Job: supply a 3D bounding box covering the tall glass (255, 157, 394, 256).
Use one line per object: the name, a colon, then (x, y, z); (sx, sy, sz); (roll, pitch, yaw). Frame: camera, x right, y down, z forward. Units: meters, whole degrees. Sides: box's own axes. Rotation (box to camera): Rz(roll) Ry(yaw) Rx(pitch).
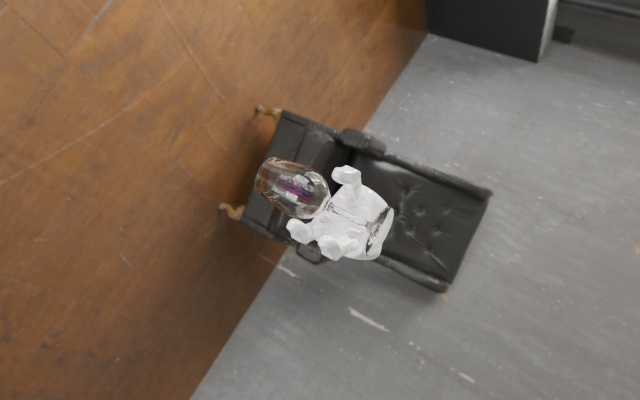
tall glass: (0.001, 0.002, 0.689); (0.201, 0.079, 0.079); (27, 12, 25)
